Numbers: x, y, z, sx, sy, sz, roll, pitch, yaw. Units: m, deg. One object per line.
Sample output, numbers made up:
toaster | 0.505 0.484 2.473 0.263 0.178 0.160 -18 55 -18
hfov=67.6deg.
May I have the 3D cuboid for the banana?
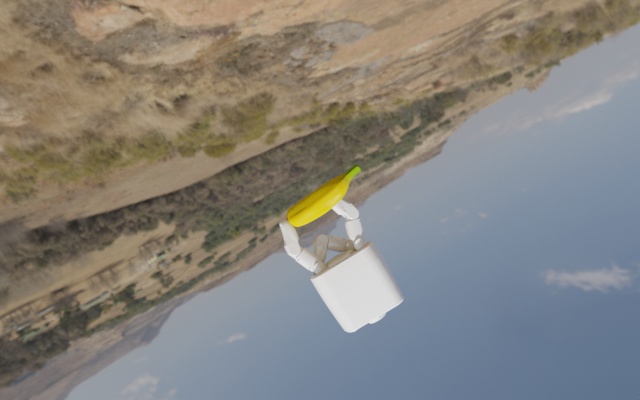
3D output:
banana | -0.011 0.009 0.734 0.069 0.037 0.198 -31 -1 -39
